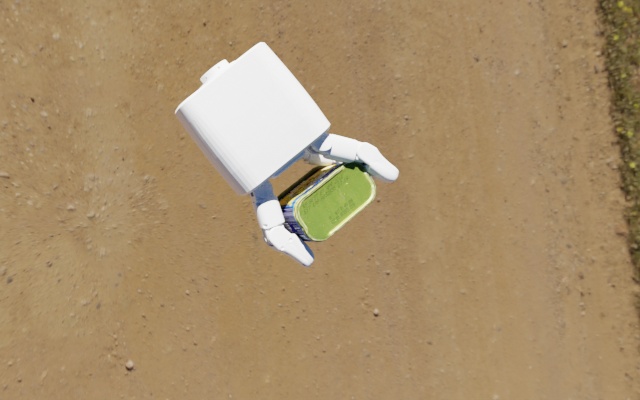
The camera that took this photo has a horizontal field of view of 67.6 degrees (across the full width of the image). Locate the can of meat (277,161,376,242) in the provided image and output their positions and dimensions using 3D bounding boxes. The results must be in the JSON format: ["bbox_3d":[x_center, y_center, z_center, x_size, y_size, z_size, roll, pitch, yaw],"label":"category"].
[{"bbox_3d":[0.000,0.002,0.524,0.102,0.057,0.084,-39,13,-21],"label":"can of meat"}]
